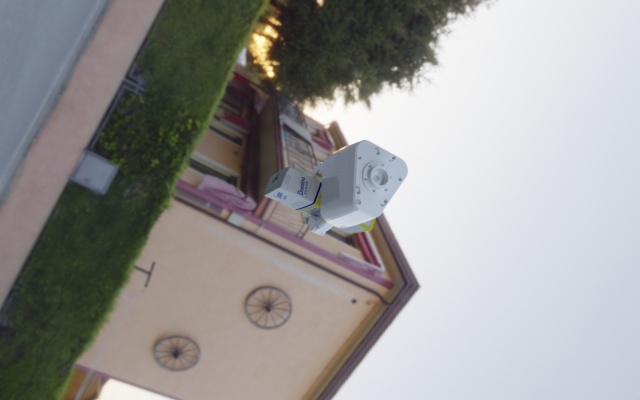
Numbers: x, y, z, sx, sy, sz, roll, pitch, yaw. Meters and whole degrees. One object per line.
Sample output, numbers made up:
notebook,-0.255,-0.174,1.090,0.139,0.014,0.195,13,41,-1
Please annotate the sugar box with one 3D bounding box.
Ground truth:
sugar box,0.000,0.002,0.815,0.176,0.048,0.093,27,-17,-18
